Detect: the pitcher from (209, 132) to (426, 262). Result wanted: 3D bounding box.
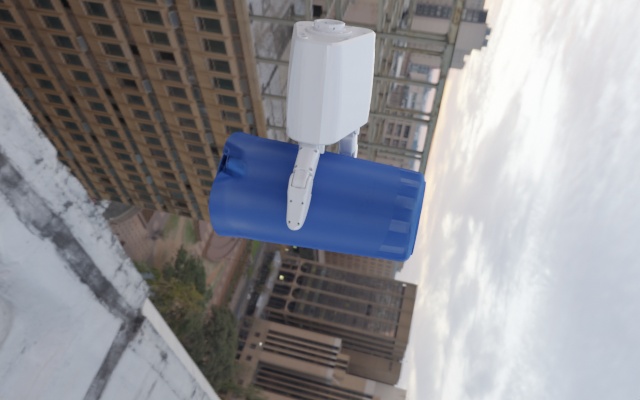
[{"bbox_3d":[0.000,0.002,0.592,0.243,0.145,0.149,11,28,10],"label":"pitcher"}]
